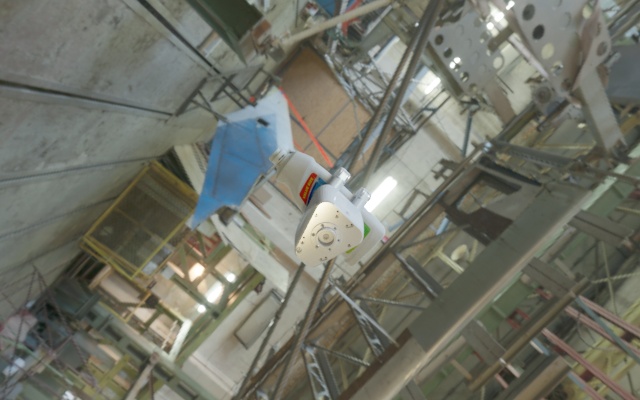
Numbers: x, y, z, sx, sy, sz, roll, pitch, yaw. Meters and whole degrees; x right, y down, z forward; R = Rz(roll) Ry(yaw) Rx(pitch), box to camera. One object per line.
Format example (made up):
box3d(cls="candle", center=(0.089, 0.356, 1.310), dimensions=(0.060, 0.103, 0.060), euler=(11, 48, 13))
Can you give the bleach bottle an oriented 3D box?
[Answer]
box3d(cls="bleach bottle", center=(0.000, 0.003, 0.887), dimensions=(0.251, 0.102, 0.068), euler=(43, 11, -9))
